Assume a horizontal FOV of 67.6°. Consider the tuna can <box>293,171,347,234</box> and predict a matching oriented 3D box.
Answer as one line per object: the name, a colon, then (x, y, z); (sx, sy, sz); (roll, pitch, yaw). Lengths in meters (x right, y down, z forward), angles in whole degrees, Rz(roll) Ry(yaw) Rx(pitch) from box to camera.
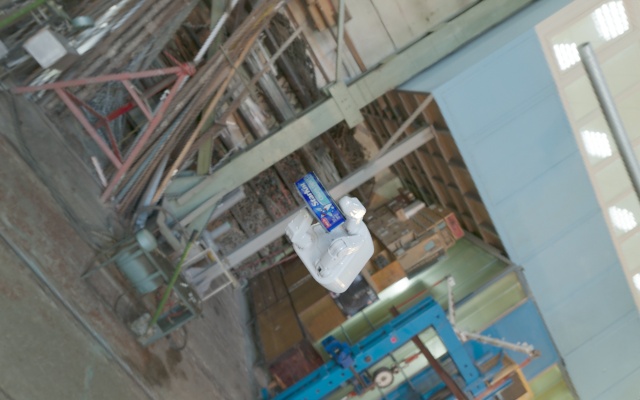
tuna can: (0.001, 0.002, 0.663); (0.034, 0.086, 0.086); (-35, -2, 2)
